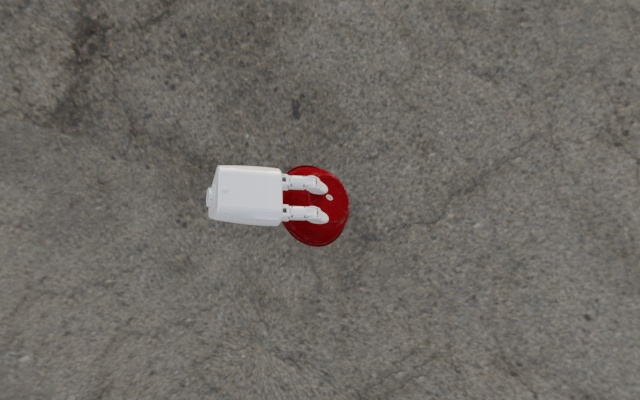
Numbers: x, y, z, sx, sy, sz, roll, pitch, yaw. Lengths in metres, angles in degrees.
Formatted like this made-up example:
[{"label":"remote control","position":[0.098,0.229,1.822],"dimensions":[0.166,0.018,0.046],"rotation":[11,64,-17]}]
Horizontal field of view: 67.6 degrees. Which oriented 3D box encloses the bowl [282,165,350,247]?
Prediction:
[{"label":"bowl","position":[0.001,0.003,0.893],"dimensions":[0.162,0.162,0.055],"rotation":[0,-15,-37]}]
